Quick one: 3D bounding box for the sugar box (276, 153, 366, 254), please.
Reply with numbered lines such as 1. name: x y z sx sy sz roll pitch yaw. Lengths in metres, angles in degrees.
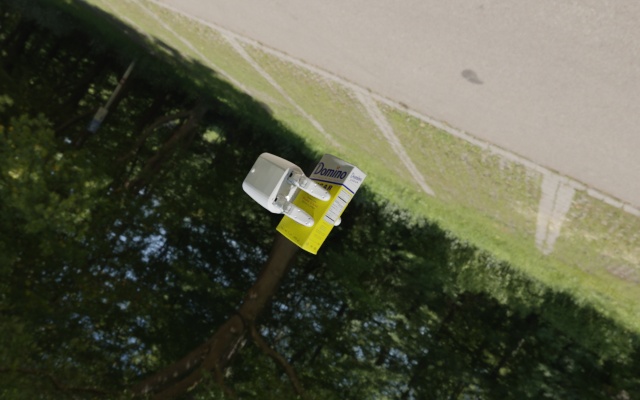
1. sugar box: 0.000 0.003 0.888 0.048 0.176 0.093 32 -1 -43
